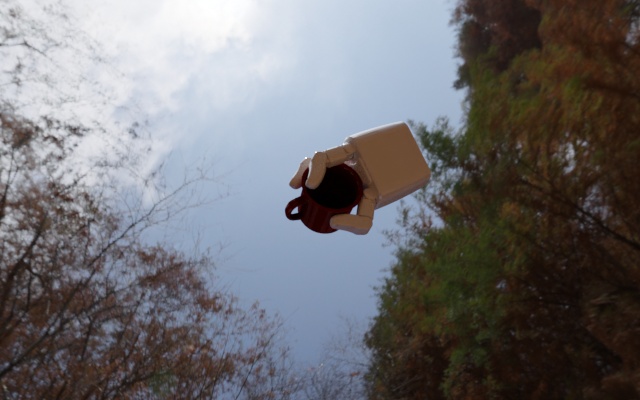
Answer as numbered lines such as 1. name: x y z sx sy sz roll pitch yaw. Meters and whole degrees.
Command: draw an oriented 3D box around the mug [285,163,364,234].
1. mug: -0.001 0.003 0.723 0.117 0.093 0.081 -21 -25 -24
